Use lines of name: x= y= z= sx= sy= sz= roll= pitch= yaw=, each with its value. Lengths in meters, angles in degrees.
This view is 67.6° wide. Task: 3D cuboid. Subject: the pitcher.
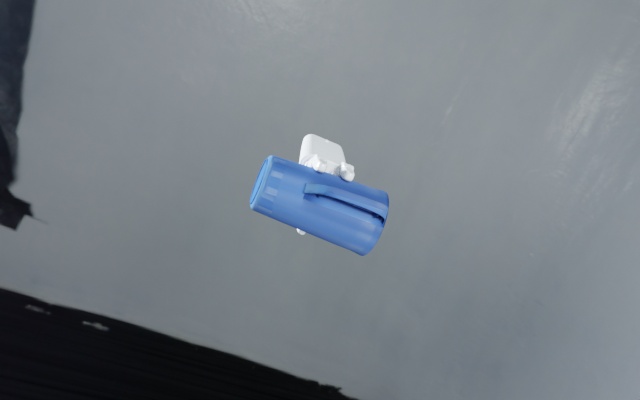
pitcher: x=0.000 y=0.003 z=0.891 sx=0.243 sy=0.149 sz=0.145 roll=20 pitch=30 yaw=-14
